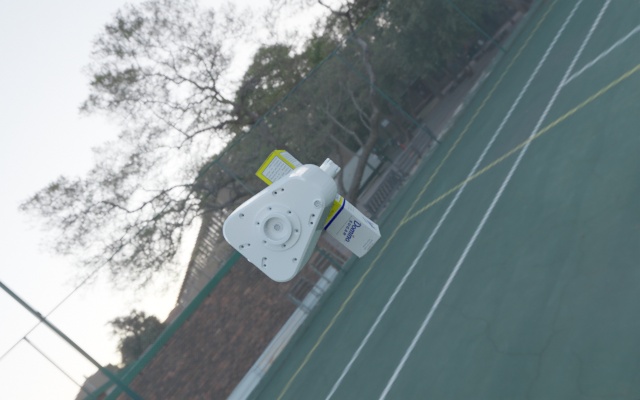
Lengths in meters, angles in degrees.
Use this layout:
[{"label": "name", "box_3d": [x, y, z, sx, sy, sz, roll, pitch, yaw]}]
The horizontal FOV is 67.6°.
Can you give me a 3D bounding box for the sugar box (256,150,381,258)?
[{"label": "sugar box", "box_3d": [0.000, 0.002, 0.647, 0.176, 0.048, 0.093, 41, 8, -1]}]
